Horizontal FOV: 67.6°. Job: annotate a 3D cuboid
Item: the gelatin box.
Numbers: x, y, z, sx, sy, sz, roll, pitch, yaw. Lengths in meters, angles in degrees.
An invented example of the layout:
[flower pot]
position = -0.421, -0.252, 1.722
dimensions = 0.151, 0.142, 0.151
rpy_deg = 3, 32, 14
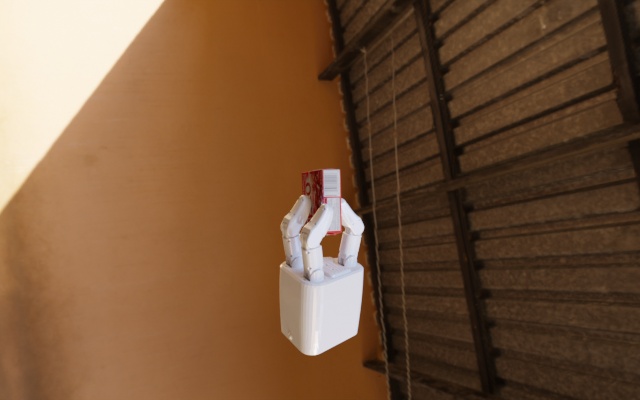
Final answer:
[gelatin box]
position = 0.001, 0.002, 0.668
dimensions = 0.030, 0.089, 0.073
rpy_deg = -1, 0, -25
